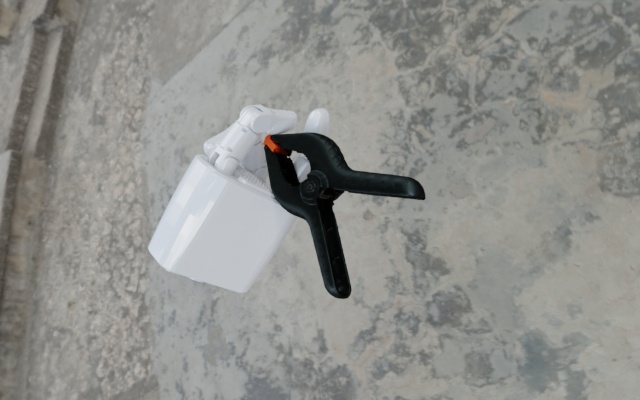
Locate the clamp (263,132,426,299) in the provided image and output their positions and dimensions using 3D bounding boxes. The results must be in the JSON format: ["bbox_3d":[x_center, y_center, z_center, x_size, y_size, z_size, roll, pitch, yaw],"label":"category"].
[{"bbox_3d":[0.000,0.001,0.430,0.171,0.120,0.039,36,8,37],"label":"clamp"}]
